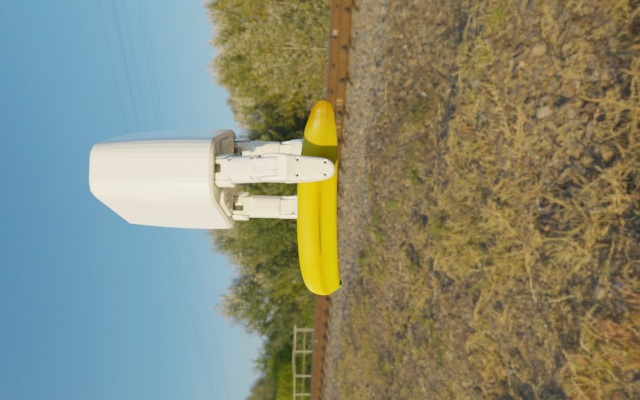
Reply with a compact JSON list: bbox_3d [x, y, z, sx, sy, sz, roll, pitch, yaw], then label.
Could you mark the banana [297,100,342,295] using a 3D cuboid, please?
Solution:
[{"bbox_3d":[-0.001,0.012,0.438,0.037,0.198,0.069,0,22,5],"label":"banana"}]
